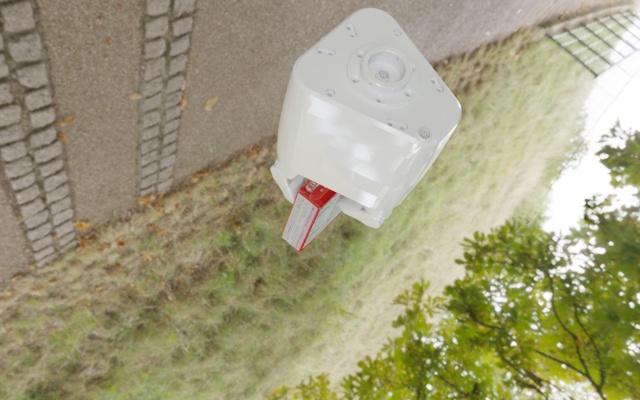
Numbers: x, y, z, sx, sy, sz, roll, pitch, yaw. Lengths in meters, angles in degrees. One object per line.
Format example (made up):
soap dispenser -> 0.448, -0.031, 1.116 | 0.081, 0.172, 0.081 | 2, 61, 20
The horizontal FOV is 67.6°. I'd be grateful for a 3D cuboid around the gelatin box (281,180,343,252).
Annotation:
gelatin box -> 0.000, 0.002, 0.480 | 0.073, 0.030, 0.089 | -43, -15, -35
